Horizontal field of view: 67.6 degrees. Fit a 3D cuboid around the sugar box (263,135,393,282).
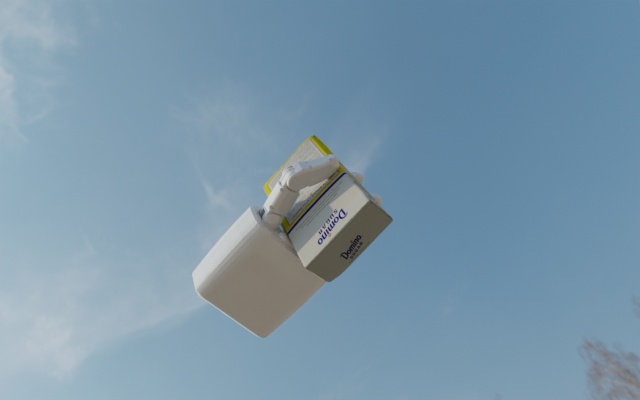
[{"bbox_3d":[0.000,0.002,0.527,0.048,0.093,0.176,37,11,-36],"label":"sugar box"}]
